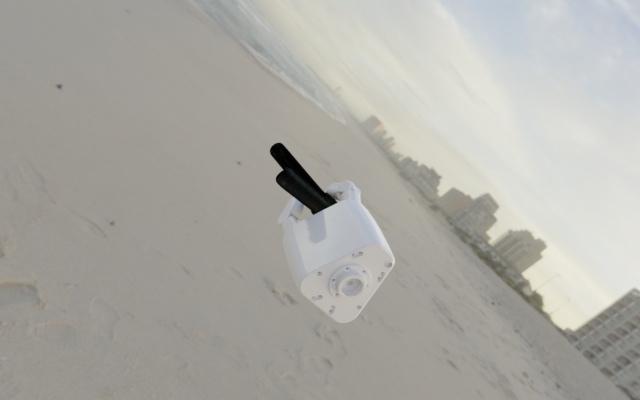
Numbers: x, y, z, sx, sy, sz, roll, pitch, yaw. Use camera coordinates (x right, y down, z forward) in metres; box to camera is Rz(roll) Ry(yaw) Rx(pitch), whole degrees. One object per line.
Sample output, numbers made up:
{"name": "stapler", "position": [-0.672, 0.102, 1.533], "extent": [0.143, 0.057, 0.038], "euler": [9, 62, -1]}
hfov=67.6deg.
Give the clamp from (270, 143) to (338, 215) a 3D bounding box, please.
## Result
{"name": "clamp", "position": [0.001, 0.002, 0.694], "extent": [0.210, 0.036, 0.164], "euler": [45, 9, -27]}
